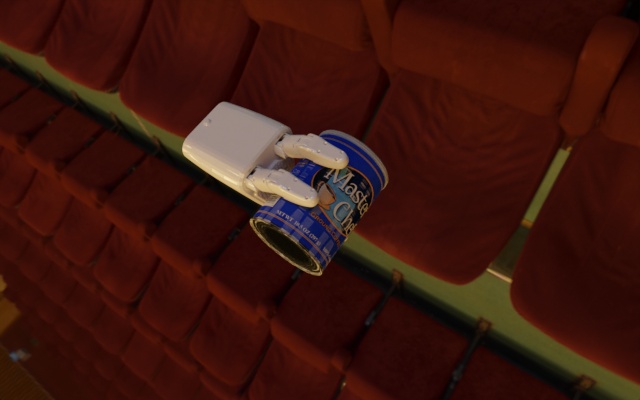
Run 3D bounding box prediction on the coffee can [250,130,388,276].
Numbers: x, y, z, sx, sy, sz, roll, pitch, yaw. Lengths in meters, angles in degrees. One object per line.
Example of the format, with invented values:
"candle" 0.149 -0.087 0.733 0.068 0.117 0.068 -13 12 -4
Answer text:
"coffee can" 0.000 0.002 0.564 0.103 0.140 0.103 33 -20 14
